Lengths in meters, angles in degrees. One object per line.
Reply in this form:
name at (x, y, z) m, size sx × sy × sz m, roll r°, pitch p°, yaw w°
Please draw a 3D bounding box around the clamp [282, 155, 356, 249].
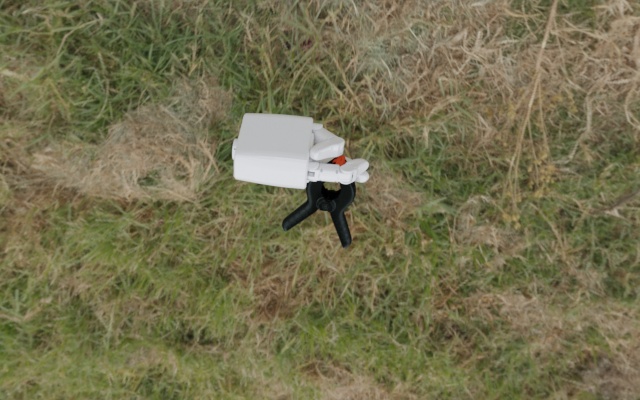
clamp at (0.000, 0.003, 0.767) m, size 0.120 × 0.172 × 0.039 m, roll 6°, pitch 35°, yaw -1°
